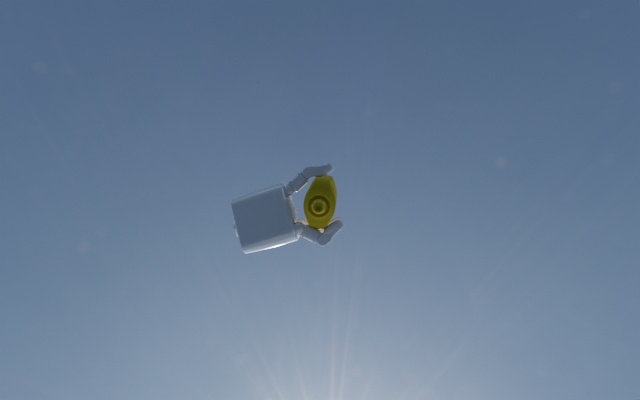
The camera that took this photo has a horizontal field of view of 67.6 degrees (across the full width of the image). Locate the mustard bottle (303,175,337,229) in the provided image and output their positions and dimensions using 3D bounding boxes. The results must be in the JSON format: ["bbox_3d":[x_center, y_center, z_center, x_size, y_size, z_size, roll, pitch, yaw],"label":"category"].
[{"bbox_3d":[0.000,0.003,0.899,0.058,0.096,0.191,8,6,2],"label":"mustard bottle"}]
